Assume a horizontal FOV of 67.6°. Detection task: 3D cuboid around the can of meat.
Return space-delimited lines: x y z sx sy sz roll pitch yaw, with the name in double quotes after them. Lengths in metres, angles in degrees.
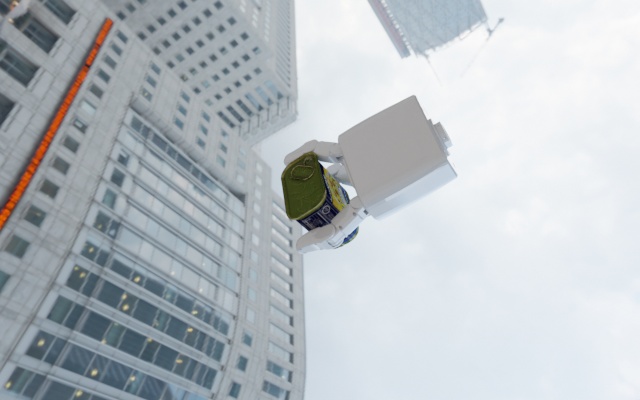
0.000 0.002 0.608 0.057 0.102 0.084 -32 -49 17 "can of meat"
